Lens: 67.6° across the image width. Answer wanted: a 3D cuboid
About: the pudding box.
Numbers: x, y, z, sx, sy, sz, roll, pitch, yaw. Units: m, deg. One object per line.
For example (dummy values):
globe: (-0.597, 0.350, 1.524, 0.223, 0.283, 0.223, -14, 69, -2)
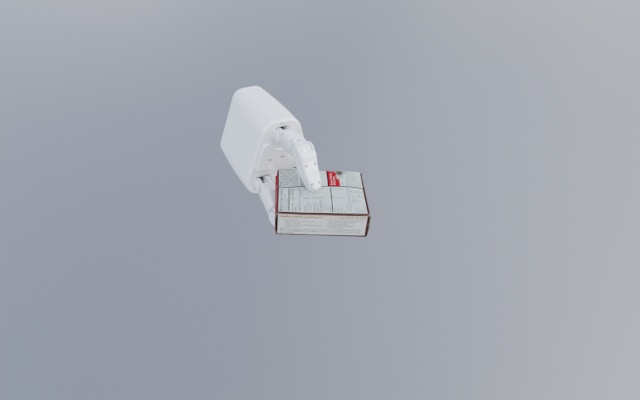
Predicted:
pudding box: (0.000, 0.002, 0.589, 0.113, 0.039, 0.090, 1, 39, -4)
